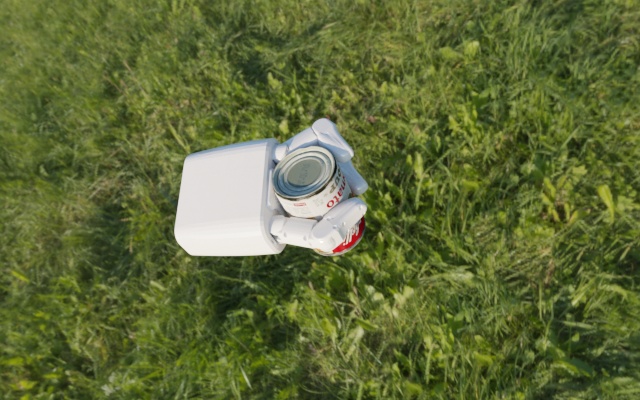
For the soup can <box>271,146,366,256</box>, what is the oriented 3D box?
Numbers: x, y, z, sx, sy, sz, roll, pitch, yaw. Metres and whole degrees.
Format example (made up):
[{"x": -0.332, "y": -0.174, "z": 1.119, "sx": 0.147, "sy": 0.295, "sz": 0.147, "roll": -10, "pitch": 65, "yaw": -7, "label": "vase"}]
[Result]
[{"x": 0.000, "y": 0.001, "z": 0.487, "sx": 0.068, "sy": 0.068, "sz": 0.102, "roll": 0, "pitch": -36, "yaw": 25, "label": "soup can"}]
